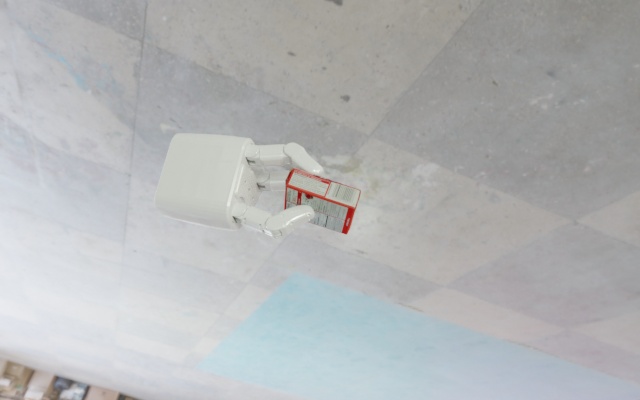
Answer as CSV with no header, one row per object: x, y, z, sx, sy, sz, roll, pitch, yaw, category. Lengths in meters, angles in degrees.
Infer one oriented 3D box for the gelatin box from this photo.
0.000,0.002,0.588,0.089,0.030,0.073,19,-30,5,gelatin box
